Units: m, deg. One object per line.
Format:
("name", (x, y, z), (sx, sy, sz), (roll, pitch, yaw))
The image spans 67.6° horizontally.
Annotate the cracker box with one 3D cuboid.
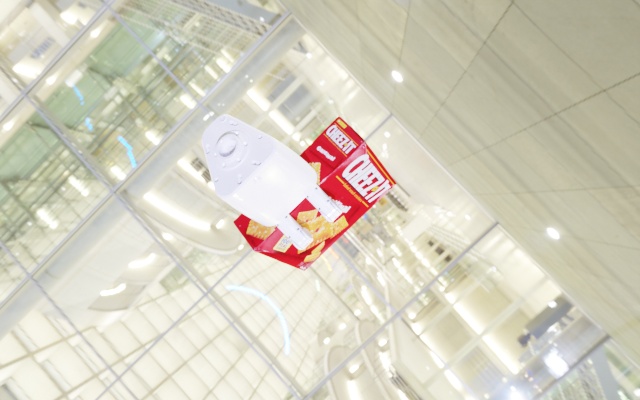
("cracker box", (0.000, 0.002, 0.721), (0.072, 0.214, 0.164), (49, 5, 30))
